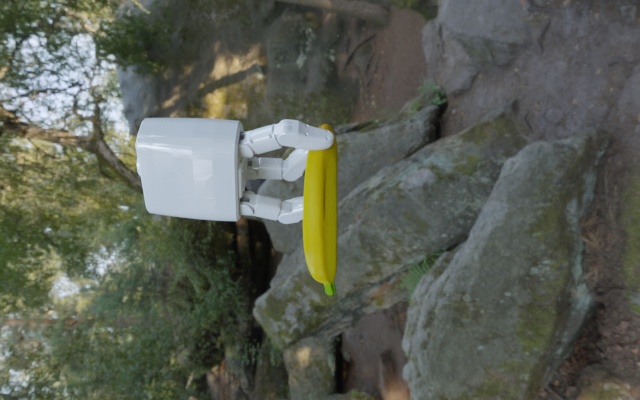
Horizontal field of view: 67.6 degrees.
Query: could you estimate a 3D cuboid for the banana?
[{"bbox_3d":[0.000,0.001,0.517,0.037,0.197,0.070,1,-12,0],"label":"banana"}]
